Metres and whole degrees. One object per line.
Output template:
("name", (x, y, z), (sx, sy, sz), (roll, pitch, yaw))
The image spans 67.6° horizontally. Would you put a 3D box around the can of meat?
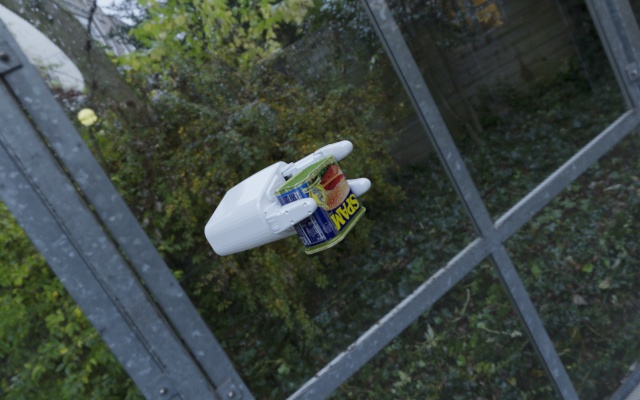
("can of meat", (0.000, 0.002, 0.581), (0.057, 0.084, 0.102), (-22, 13, 35))
